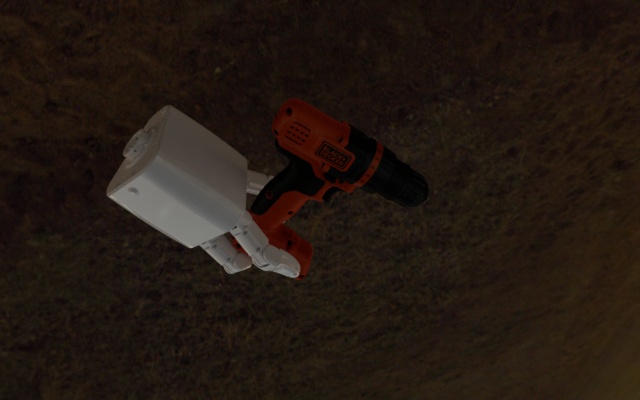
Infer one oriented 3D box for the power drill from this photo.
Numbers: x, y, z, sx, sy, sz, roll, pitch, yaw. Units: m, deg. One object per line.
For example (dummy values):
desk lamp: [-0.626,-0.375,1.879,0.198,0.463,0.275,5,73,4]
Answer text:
power drill: [0.000,0.002,0.530,0.184,0.188,0.057,30,27,-14]
